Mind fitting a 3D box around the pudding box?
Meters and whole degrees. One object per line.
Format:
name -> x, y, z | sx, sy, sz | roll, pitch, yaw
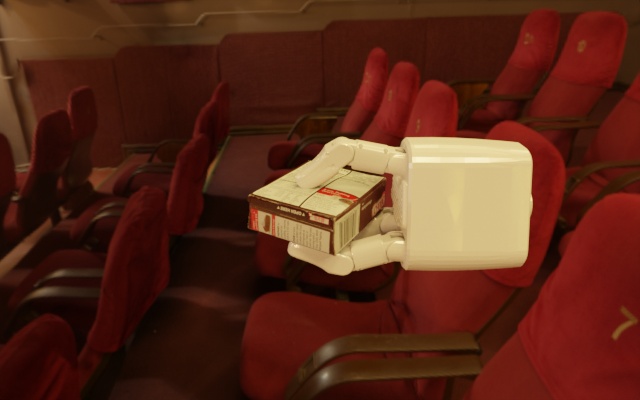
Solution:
pudding box -> 0.000, 0.001, 0.448 | 0.090, 0.039, 0.113 | 14, 25, 25
